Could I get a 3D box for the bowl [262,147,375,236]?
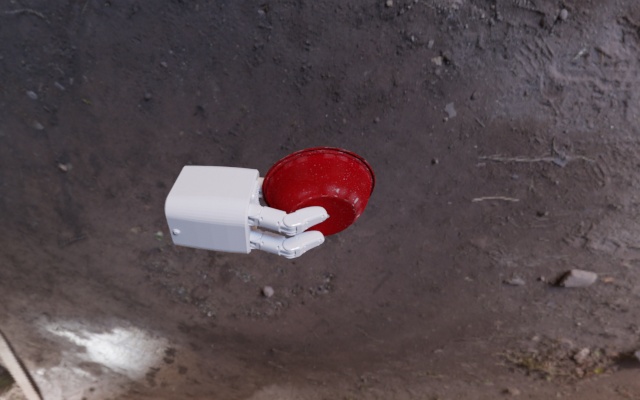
[{"bbox_3d":[0.001,0.002,0.659,0.162,0.055,0.162,-5,-39,-4],"label":"bowl"}]
